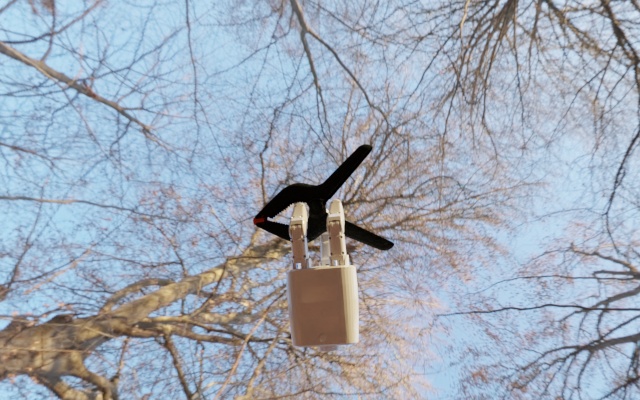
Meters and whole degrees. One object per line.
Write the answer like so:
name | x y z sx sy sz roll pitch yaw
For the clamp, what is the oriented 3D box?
clamp | 0.000 0.003 0.730 0.210 0.164 0.036 -6 -13 10
